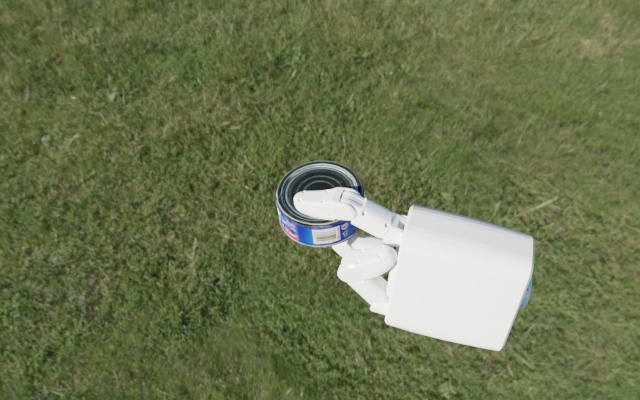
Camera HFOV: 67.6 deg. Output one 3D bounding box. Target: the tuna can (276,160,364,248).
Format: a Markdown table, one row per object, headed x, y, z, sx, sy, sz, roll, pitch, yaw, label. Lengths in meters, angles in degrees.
| x | y | z | sx | sy | sz | roll | pitch | yaw | label |
| --- | --- | --- | --- | --- | --- | --- | --- | --- | --- |
| 0.000 | 0.001 | 0.463 | 0.086 | 0.086 | 0.034 | 0 | -41 | 5 | tuna can |
